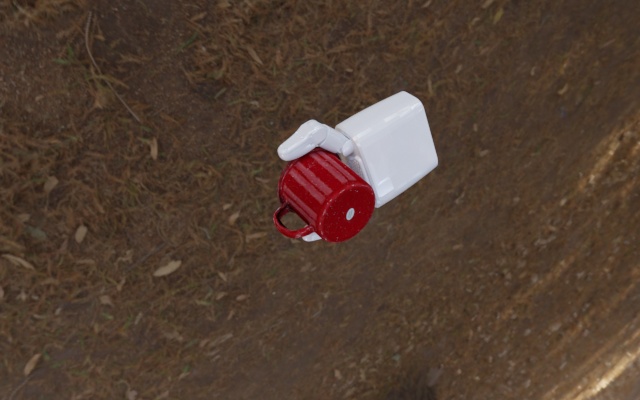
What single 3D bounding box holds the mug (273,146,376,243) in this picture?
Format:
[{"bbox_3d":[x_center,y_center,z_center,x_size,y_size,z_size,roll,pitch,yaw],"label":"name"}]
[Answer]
[{"bbox_3d":[-0.001,0.003,0.552,0.117,0.093,0.081,-33,46,-16],"label":"mug"}]
